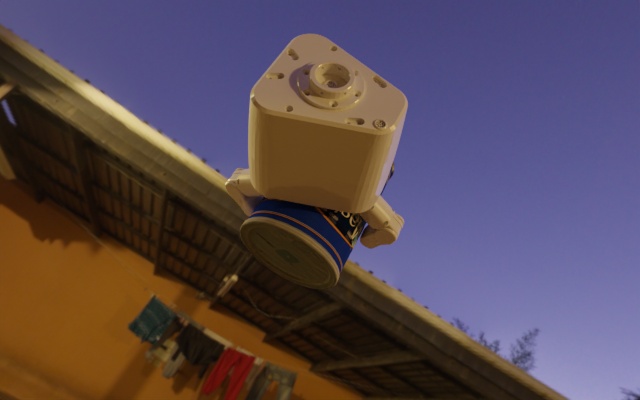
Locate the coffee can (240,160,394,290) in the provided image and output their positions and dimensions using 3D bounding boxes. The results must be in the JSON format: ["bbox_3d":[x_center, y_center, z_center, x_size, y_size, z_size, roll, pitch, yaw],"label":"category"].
[{"bbox_3d":[0.000,0.002,0.476,0.103,0.140,0.103,23,-31,14],"label":"coffee can"}]
